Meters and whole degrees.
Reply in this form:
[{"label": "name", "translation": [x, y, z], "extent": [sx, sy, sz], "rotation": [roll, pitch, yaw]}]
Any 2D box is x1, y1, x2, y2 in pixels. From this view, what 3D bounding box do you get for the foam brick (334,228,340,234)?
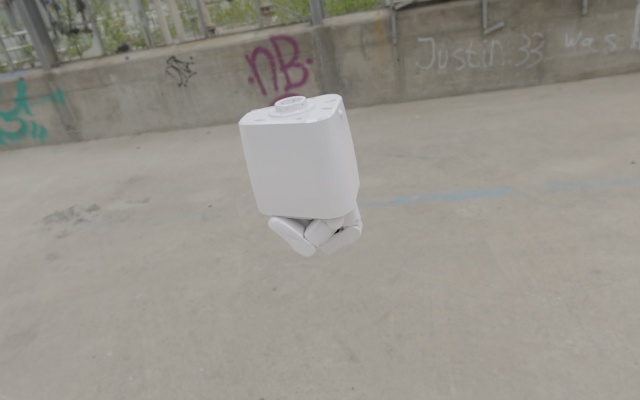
[{"label": "foam brick", "translation": [0.000, 0.002, 0.591], "extent": [0.053, 0.051, 0.078], "rotation": [-6, 26, 14]}]
